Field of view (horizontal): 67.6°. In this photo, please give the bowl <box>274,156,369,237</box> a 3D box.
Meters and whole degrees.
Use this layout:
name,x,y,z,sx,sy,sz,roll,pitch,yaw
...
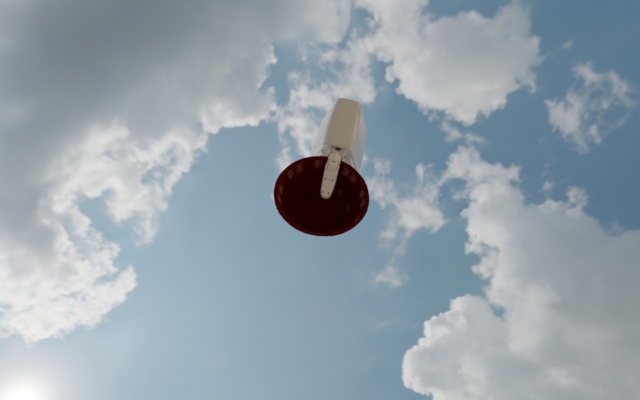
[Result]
name,x,y,z,sx,sy,sz,roll,pitch,yaw
bowl,-0.001,0.004,0.821,0.162,0.162,0.055,0,-33,-6
